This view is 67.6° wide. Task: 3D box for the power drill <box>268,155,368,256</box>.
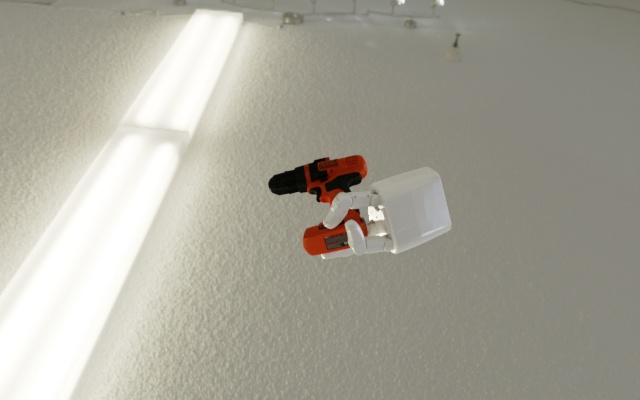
[{"bbox_3d":[0.000,0.003,0.825,0.184,0.187,0.057,-14,-43,6],"label":"power drill"}]
